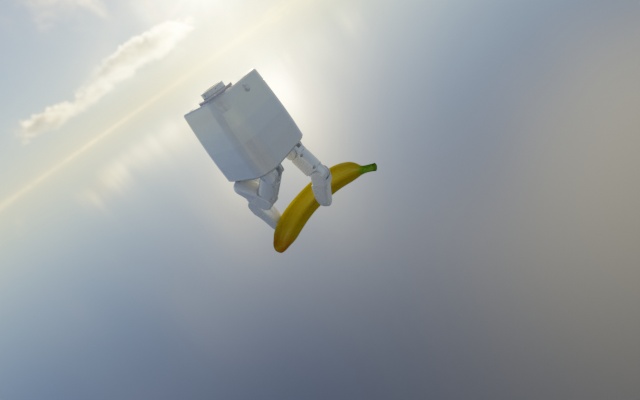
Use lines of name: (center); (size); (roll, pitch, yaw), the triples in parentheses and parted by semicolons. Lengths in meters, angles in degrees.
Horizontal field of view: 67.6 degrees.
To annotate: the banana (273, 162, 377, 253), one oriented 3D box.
banana: (-0.007, -0.001, 0.687); (0.197, 0.037, 0.069); (-43, 23, -21)
